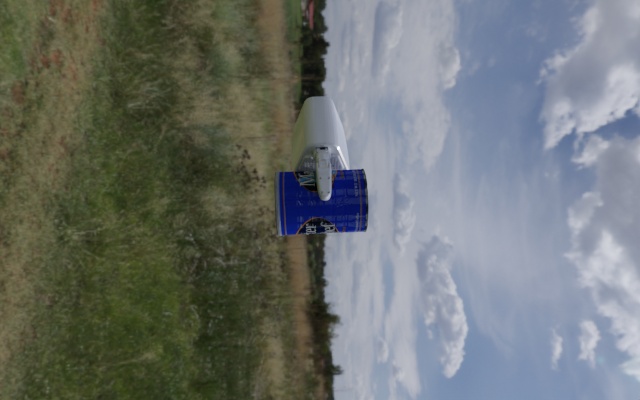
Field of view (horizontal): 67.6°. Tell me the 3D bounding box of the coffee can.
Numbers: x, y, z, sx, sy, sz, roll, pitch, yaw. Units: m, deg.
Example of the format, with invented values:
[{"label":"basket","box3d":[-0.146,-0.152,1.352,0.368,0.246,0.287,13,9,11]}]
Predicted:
[{"label":"coffee can","box3d":[0.000,0.003,0.761,0.140,0.103,0.103,-2,0,-2]}]
